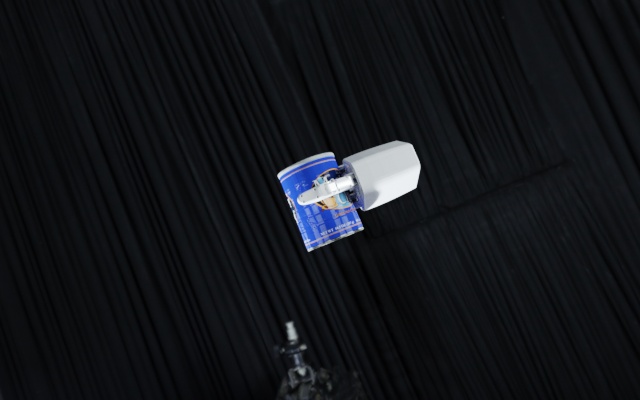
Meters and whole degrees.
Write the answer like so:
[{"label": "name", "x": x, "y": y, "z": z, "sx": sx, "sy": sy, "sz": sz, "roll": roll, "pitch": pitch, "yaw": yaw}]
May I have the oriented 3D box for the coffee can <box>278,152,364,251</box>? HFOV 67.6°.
[{"label": "coffee can", "x": 0.000, "y": 0.003, "z": 0.812, "sx": 0.103, "sy": 0.140, "sz": 0.103, "roll": -22, "pitch": -5, "yaw": -2}]
